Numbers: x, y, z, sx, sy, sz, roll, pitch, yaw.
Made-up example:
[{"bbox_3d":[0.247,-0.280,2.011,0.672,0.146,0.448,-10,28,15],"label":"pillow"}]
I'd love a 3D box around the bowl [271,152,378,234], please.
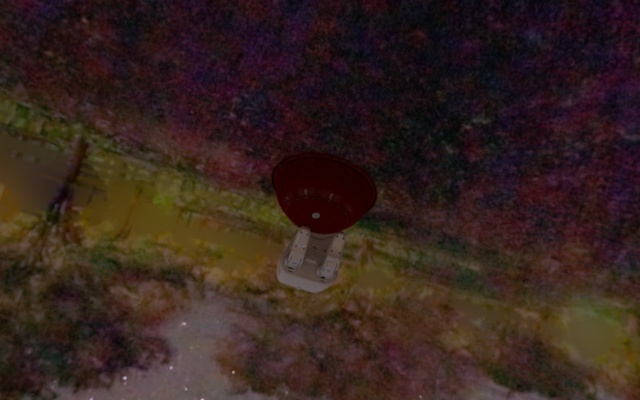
[{"bbox_3d":[0.000,0.002,0.699,0.162,0.055,0.162,9,-35,6],"label":"bowl"}]
